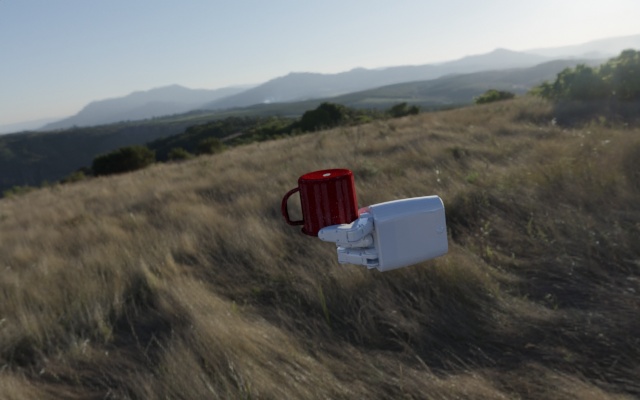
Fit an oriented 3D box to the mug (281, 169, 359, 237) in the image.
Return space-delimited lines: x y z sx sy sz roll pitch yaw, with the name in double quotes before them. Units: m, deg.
"mug" -0.001 0.002 0.699 0.117 0.081 0.093 -10 14 -9
